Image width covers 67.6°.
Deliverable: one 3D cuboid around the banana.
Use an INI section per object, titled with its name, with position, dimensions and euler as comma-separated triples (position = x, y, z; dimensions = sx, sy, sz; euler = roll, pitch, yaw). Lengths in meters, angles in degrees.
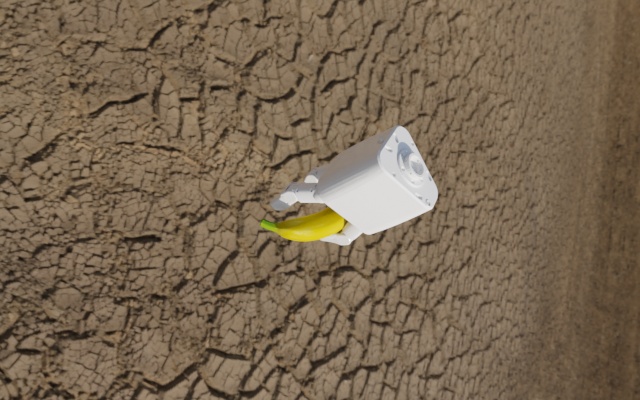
[banana]
position = 0.009, 0.017, 0.691
dimensions = 0.197, 0.069, 0.037
euler = -23, -26, -42
